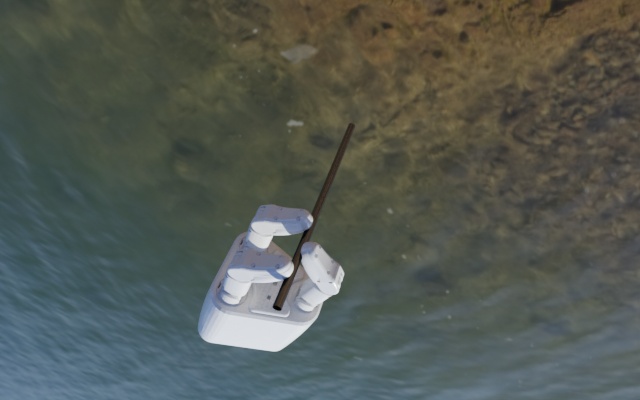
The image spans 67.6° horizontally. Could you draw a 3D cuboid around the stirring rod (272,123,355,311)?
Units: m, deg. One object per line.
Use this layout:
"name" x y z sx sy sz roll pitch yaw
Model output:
"stirring rod" 0.000 0.001 0.463 0.011 0.239 0.011 13 -40 11
